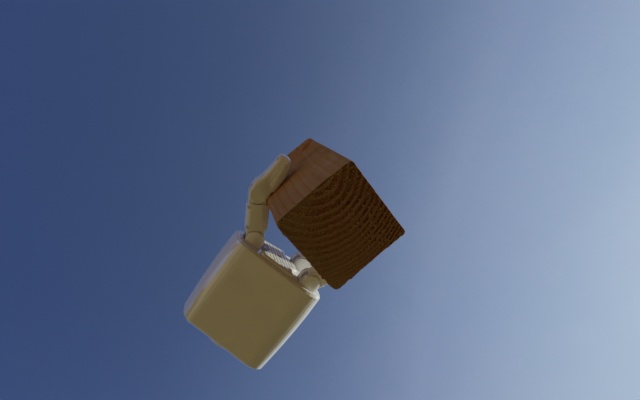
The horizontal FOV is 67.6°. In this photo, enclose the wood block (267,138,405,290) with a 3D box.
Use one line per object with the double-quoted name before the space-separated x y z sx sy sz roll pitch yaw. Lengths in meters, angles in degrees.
"wood block" 0.000 0.002 0.528 0.090 0.091 0.206 -40 18 -1
